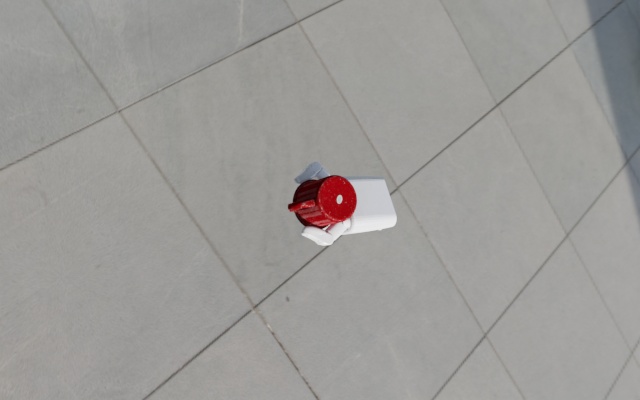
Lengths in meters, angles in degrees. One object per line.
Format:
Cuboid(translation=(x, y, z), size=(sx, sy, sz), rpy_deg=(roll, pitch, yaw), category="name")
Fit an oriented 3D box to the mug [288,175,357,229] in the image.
Cuboid(translation=(-0.001, 0.003, 0.827), size=(0.117, 0.093, 0.081), rpy_deg=(-6, -5, -31), category="mug")
